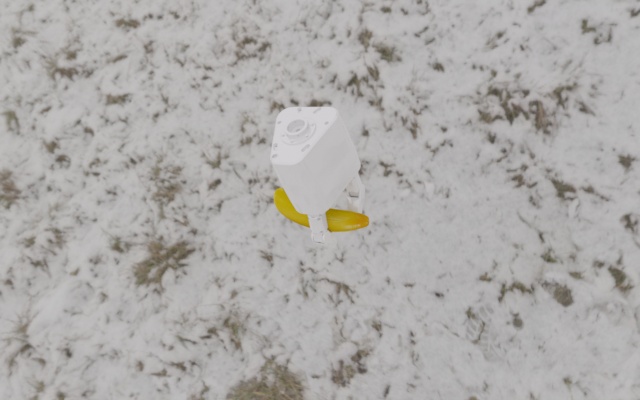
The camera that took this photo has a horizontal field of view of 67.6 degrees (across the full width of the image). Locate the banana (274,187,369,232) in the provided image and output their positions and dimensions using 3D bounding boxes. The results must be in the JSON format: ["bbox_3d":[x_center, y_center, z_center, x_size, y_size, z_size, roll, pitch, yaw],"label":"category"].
[{"bbox_3d":[-0.015,0.013,0.745,0.069,0.037,0.197,-41,43,-23],"label":"banana"}]
